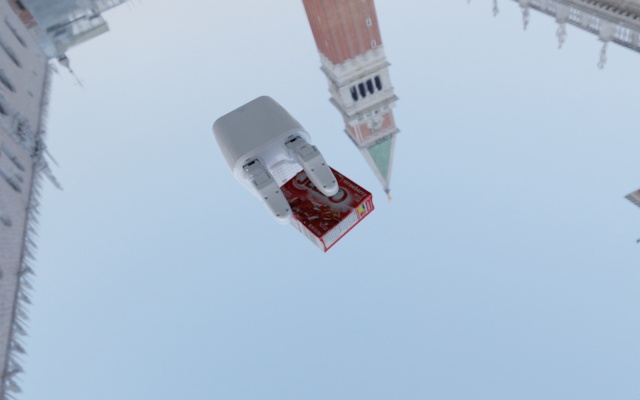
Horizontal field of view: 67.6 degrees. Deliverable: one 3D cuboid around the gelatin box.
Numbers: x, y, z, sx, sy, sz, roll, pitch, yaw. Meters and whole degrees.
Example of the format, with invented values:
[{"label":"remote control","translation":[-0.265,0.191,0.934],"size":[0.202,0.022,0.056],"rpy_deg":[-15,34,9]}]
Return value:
[{"label":"gelatin box","translation":[0.000,0.002,0.502],"size":[0.073,0.030,0.089],"rpy_deg":[-39,51,-17]}]
